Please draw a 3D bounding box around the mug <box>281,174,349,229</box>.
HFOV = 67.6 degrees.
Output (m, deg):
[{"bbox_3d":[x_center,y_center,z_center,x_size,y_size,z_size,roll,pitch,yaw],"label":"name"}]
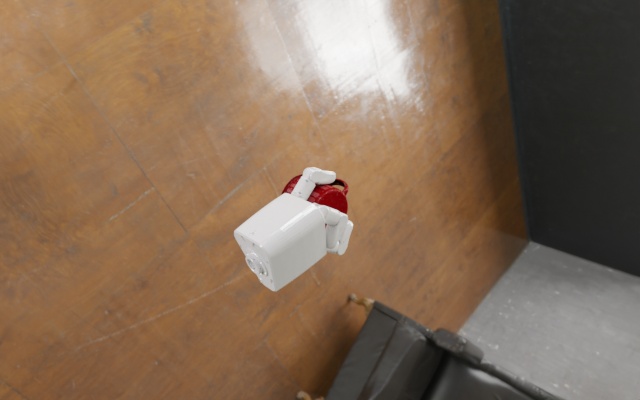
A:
[{"bbox_3d":[0.001,0.002,0.810,0.117,0.093,0.081,-38,37,-26],"label":"mug"}]
